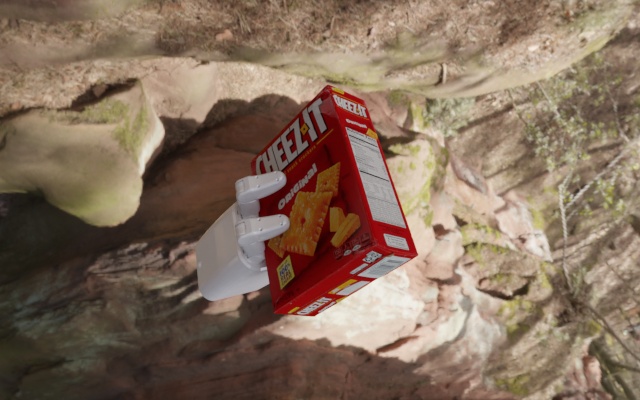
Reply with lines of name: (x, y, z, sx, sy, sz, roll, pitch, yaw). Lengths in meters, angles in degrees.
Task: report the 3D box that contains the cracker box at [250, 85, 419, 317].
cracker box: (0.000, 0.002, 0.548, 0.072, 0.213, 0.164, 16, -42, -40)
